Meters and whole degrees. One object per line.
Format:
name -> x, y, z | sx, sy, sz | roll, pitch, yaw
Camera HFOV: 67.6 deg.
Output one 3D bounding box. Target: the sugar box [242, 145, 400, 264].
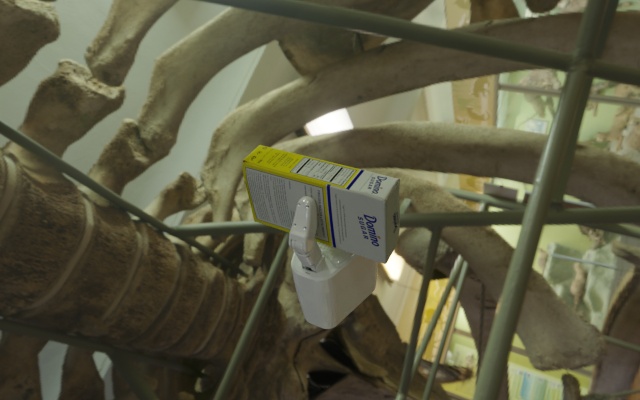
sugar box -> 0.000, 0.001, 0.533 | 0.176, 0.093, 0.048 | 15, 44, 23
